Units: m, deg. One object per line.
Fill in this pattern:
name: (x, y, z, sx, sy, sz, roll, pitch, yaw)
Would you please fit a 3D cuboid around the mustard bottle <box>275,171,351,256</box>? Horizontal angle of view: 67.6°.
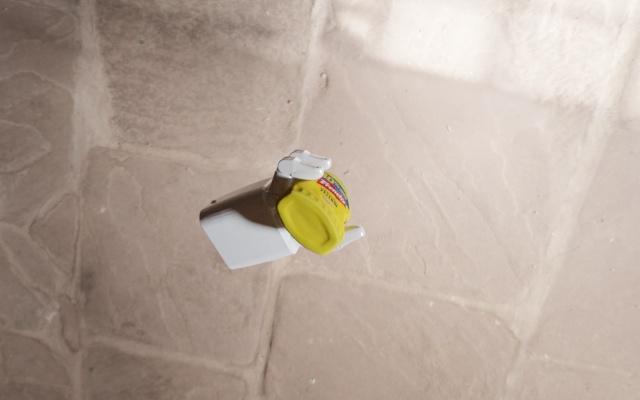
mustard bottle: (0.000, 0.002, 0.675, 0.058, 0.096, 0.191, -43, 5, 19)
